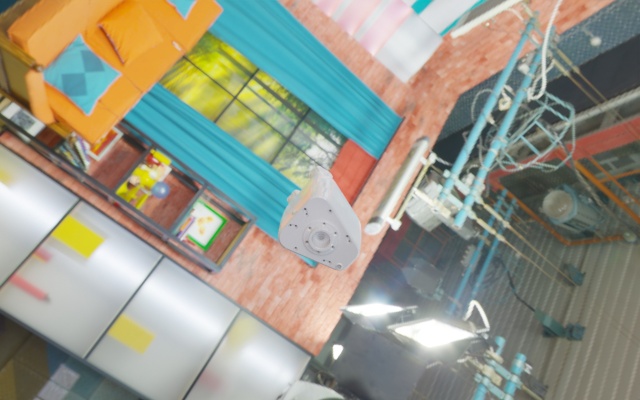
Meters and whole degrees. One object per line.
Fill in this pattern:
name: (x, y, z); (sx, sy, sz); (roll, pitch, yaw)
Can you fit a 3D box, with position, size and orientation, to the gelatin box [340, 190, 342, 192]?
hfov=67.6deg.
gelatin box: (0.000, 0.003, 0.820); (0.030, 0.073, 0.089); (40, 1, -4)
